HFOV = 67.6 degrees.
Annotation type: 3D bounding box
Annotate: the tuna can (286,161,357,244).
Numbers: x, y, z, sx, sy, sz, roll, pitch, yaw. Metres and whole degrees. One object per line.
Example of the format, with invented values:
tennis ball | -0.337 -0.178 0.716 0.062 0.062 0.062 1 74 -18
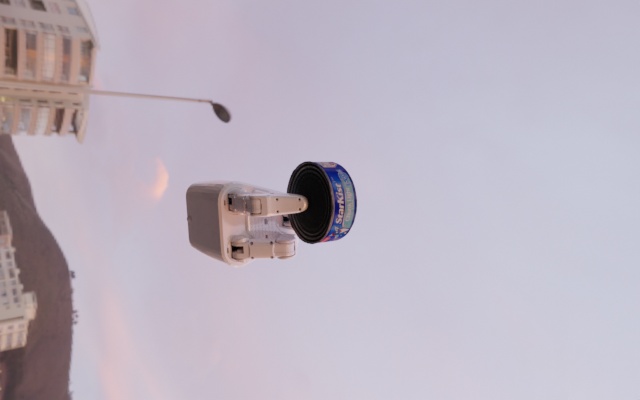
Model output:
tuna can | 0.001 0.002 0.502 0.034 0.086 0.086 -3 2 -35
